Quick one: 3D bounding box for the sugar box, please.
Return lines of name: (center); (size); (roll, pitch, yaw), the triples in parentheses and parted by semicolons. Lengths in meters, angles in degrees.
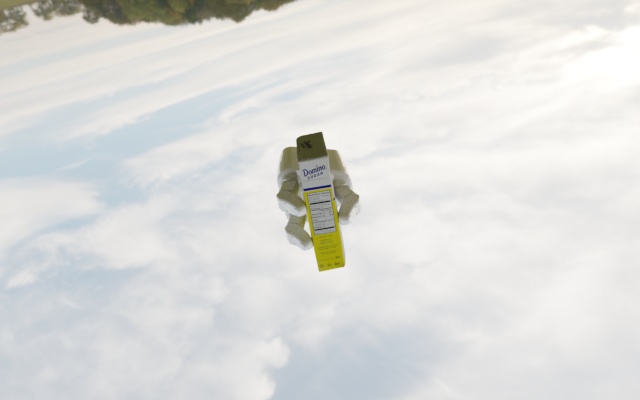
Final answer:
sugar box: (0.000, 0.002, 0.673); (0.048, 0.176, 0.093); (-12, 28, 1)
